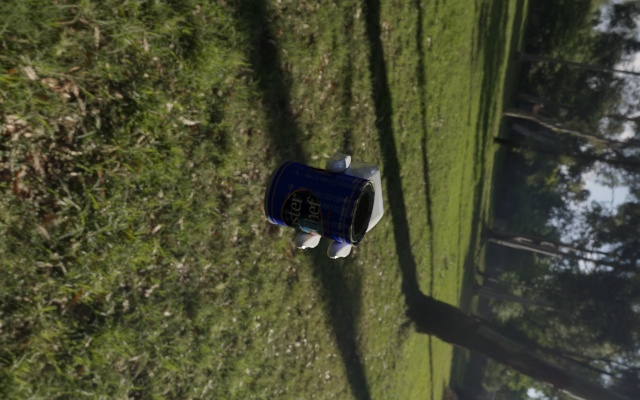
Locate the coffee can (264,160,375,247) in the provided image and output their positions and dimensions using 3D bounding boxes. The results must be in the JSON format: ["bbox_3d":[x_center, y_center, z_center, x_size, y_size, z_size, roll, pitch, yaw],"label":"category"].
[{"bbox_3d":[0.000,0.002,0.725,0.140,0.103,0.103,15,5,20],"label":"coffee can"}]
